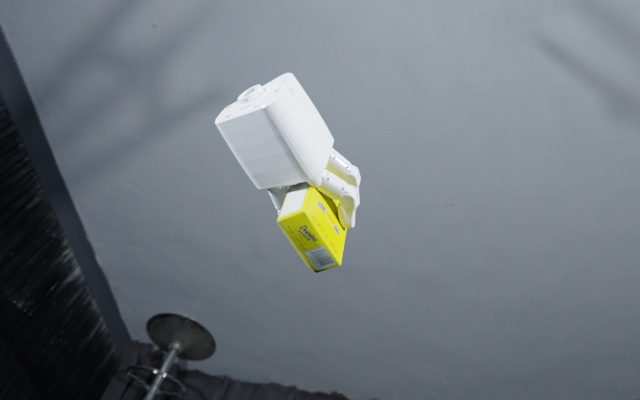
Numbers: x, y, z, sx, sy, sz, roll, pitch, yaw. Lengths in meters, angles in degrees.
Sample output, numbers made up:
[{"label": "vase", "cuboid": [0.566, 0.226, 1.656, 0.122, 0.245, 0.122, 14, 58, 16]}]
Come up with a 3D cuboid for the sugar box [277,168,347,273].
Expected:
[{"label": "sugar box", "cuboid": [0.000, 0.002, 0.636, 0.048, 0.093, 0.176, -19, 30, 24]}]
